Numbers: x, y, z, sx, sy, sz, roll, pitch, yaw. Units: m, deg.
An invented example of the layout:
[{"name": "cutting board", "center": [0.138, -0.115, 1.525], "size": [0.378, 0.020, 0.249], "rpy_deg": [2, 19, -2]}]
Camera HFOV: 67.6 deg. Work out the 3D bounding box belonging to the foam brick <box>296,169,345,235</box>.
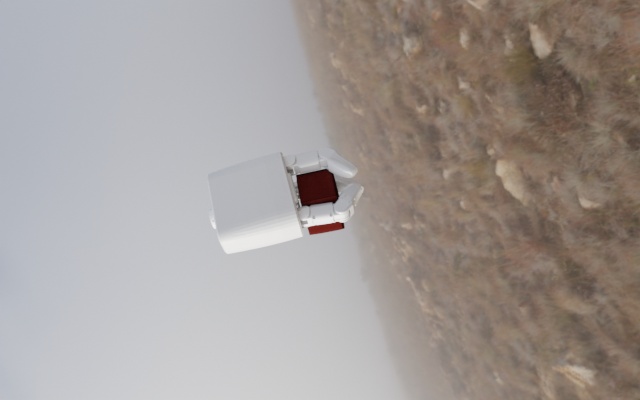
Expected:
[{"name": "foam brick", "center": [0.000, 0.002, 0.659], "size": [0.051, 0.053, 0.078], "rpy_deg": [-13, -40, 0]}]
